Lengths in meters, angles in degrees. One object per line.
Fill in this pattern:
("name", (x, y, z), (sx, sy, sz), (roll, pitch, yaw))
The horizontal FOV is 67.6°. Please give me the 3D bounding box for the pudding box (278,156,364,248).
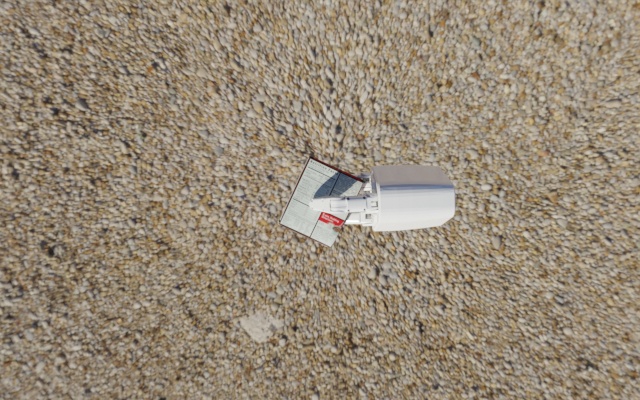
("pudding box", (0.000, 0.002, 0.706), (0.090, 0.113, 0.039), (25, 4, -3))
